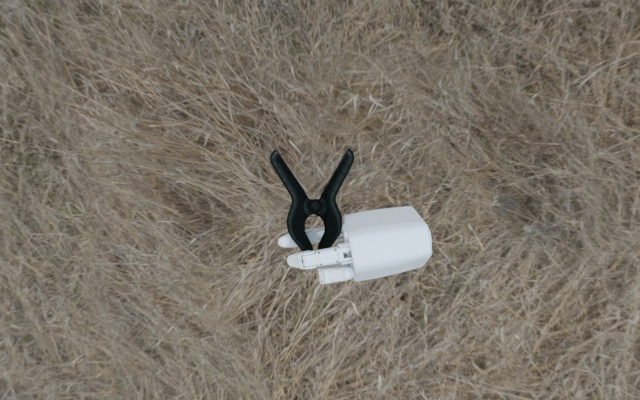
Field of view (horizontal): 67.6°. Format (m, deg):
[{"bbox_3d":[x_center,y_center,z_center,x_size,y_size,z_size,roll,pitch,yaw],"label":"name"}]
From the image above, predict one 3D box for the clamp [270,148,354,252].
[{"bbox_3d":[0.000,0.002,0.684,0.120,0.171,0.039,-10,-1,0],"label":"clamp"}]
